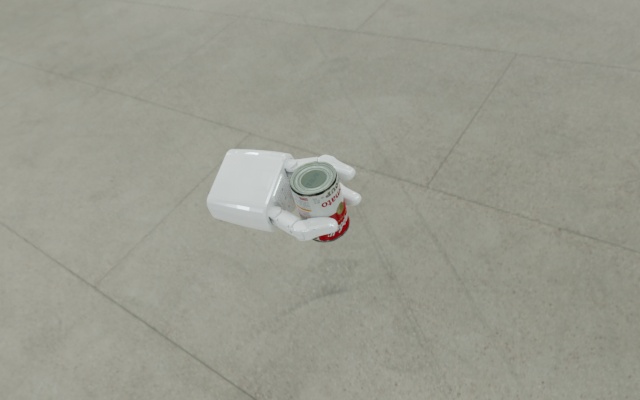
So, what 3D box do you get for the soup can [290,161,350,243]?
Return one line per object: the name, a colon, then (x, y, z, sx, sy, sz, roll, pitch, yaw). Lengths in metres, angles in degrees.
soup can: (0.000, 0.002, 0.678, 0.068, 0.068, 0.102, 0, -42, 16)
